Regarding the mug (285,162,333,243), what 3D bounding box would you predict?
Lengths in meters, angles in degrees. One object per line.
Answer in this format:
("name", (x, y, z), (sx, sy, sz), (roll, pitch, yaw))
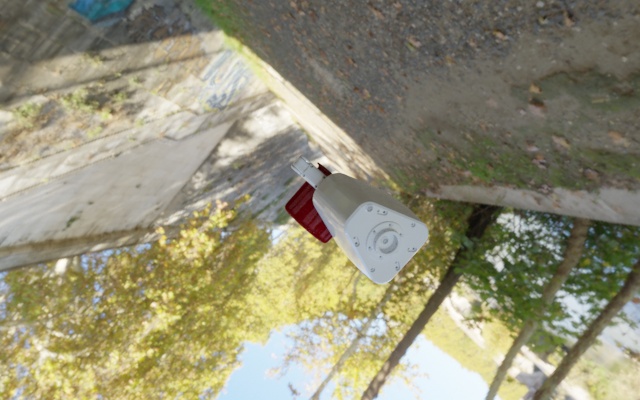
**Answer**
("mug", (-0.001, 0.002, 0.691), (0.093, 0.081, 0.117), (41, 2, -27))
